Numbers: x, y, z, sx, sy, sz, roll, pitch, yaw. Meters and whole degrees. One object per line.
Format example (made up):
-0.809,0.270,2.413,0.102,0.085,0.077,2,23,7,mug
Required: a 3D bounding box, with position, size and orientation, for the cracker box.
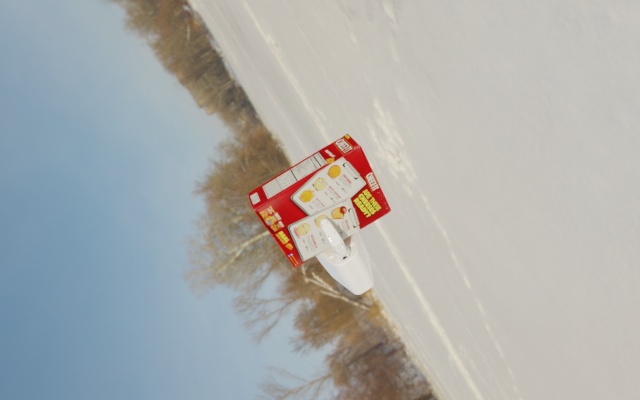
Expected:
0.000,0.003,0.874,0.213,0.164,0.072,-31,36,-1,cracker box
